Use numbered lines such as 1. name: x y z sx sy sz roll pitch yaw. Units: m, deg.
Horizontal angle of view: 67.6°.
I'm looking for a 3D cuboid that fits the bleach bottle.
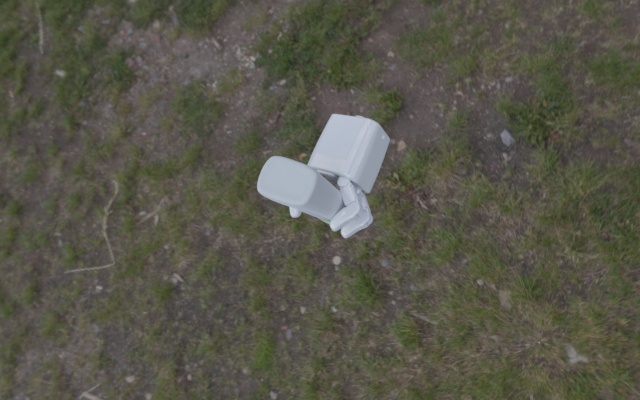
1. bleach bottle: 0.000 0.003 0.815 0.102 0.068 0.251 20 -6 28
